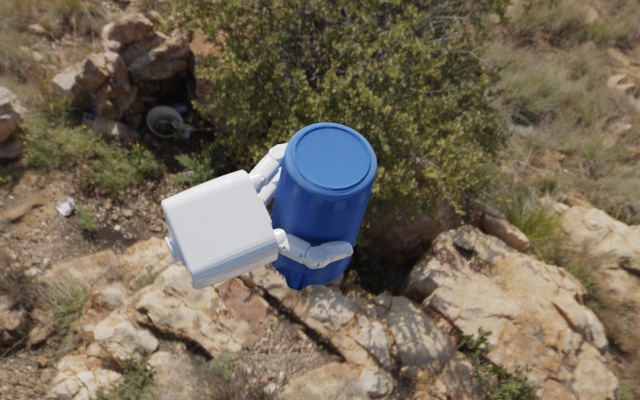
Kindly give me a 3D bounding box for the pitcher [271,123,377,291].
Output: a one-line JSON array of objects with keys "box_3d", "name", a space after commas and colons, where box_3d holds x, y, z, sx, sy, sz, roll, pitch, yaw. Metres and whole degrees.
[{"box_3d": [0.000, 0.002, 0.643, 0.145, 0.149, 0.243, -20, -25, -19], "name": "pitcher"}]
